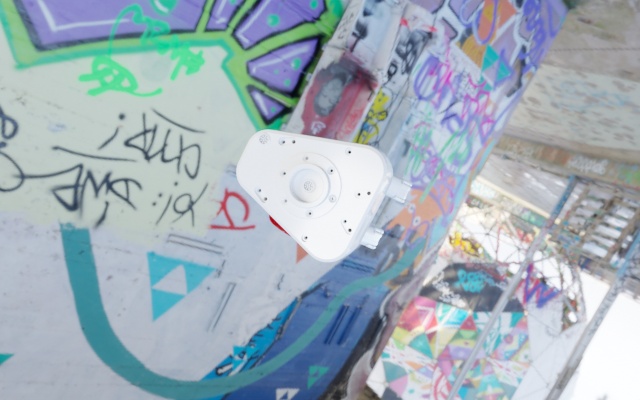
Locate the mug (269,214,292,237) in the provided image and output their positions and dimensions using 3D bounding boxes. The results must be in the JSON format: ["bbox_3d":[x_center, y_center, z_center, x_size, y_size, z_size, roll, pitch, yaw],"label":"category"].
[{"bbox_3d":[0.000,0.002,0.514,0.093,0.081,0.117,28,4,8],"label":"mug"}]
